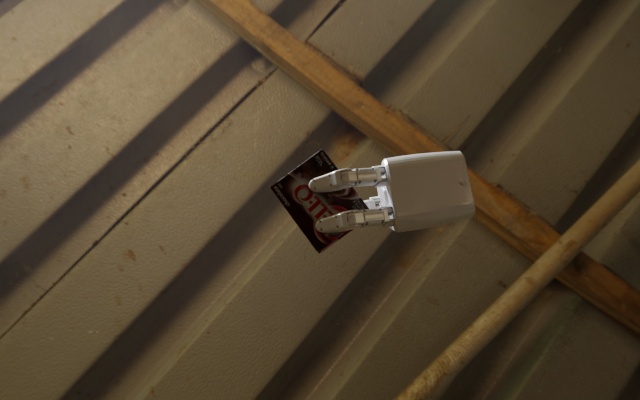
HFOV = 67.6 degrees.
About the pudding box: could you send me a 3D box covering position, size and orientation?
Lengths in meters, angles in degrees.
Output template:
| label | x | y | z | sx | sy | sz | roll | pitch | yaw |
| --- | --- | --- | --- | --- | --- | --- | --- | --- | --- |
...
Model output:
| label | x | y | z | sx | sy | sz | roll | pitch | yaw |
| --- | --- | --- | --- | --- | --- | --- | --- | --- | --- |
| pudding box | 0.000 | 0.002 | 0.649 | 0.090 | 0.113 | 0.039 | -36 | -10 | -6 |
